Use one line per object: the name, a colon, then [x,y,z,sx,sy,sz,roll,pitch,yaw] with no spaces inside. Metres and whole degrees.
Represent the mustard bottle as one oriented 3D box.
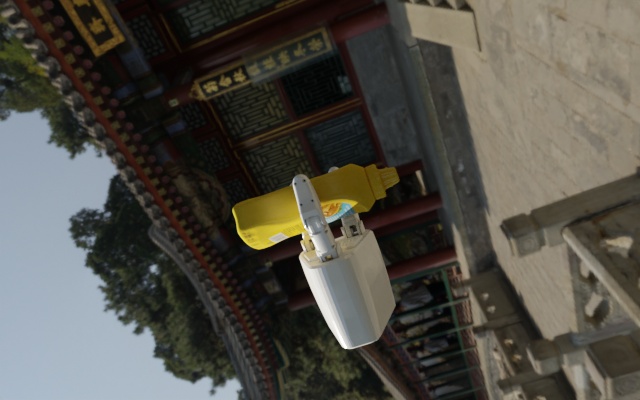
mustard bottle: [0.000,0.002,0.568,0.191,0.058,0.096,-19,-18,8]
